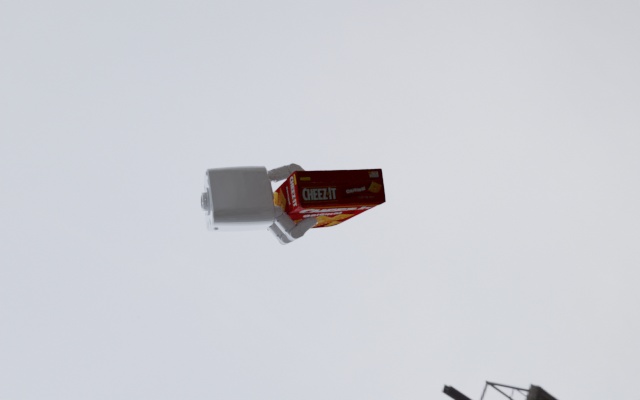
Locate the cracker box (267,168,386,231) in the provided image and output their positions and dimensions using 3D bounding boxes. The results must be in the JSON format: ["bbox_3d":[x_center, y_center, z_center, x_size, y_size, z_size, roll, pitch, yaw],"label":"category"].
[{"bbox_3d":[0.000,0.003,0.895,0.164,0.072,0.214,-4,-12,-22],"label":"cracker box"}]
